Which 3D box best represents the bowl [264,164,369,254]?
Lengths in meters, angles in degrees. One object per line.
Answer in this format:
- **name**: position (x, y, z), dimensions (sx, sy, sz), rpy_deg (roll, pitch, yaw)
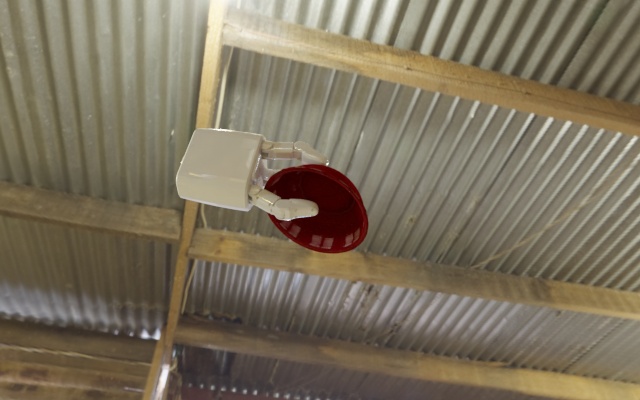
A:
- **bowl**: position (0.001, 0.003, 0.699), dimensions (0.162, 0.162, 0.055), rpy_deg (0, 39, 28)
